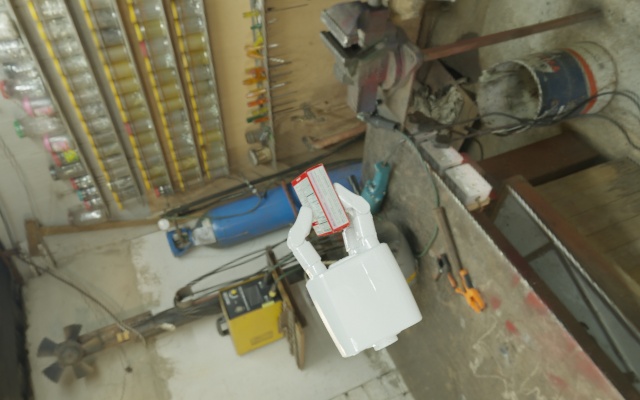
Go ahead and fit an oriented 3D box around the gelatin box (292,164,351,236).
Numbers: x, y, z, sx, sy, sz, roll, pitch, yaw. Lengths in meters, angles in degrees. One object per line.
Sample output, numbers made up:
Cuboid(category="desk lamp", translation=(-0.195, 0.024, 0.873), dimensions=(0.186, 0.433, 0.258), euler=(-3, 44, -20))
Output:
Cuboid(category="gelatin box", translation=(0.000, 0.002, 0.638), dimensions=(0.030, 0.089, 0.073), euler=(-26, 0, -19))
